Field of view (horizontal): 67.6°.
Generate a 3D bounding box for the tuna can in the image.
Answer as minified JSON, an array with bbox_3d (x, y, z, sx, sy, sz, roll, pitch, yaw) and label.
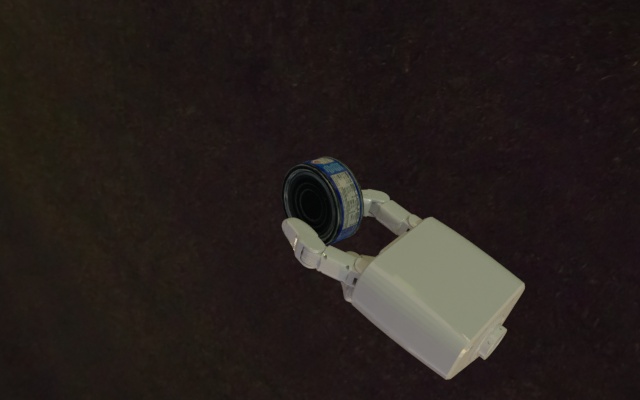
[{"bbox_3d":[0.000,0.002,0.470,0.033,0.086,0.086,-19,12,-40],"label":"tuna can"}]
